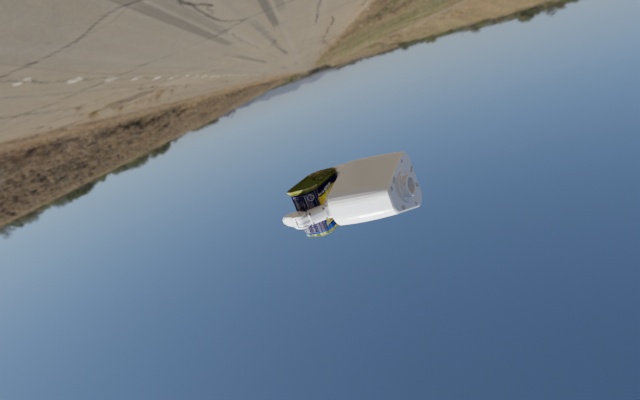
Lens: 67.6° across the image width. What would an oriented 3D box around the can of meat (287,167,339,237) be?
[{"bbox_3d":[0.000,0.003,0.799,0.057,0.084,0.102,-12,17,33],"label":"can of meat"}]
